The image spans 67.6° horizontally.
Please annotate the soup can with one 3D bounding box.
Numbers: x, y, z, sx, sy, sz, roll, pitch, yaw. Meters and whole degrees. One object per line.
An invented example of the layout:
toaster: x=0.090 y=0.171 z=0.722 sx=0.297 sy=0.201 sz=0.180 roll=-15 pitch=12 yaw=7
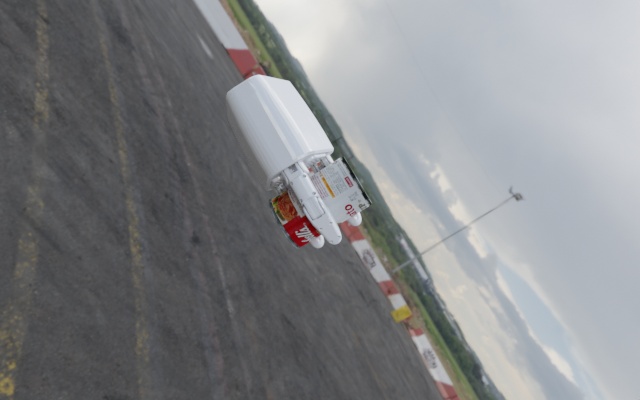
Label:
soup can: x=0.001 y=0.002 z=0.559 sx=0.102 sy=0.068 sz=0.068 roll=-31 pitch=-3 yaw=5
